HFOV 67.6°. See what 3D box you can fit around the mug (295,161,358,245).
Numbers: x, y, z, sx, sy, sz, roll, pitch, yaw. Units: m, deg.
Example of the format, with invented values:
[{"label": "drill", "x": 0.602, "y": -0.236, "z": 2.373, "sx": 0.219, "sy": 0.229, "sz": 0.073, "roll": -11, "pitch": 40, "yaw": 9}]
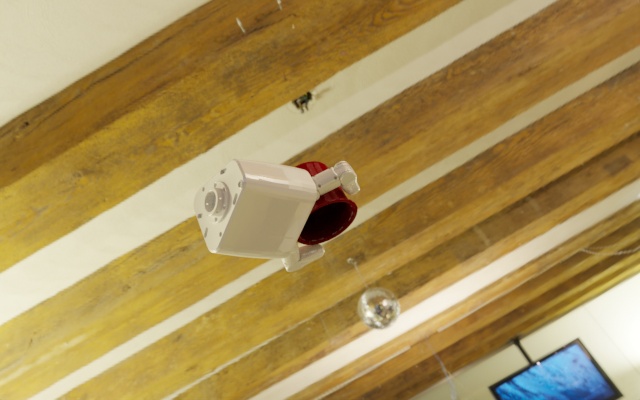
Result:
[{"label": "mug", "x": 0.001, "y": 0.002, "z": 0.663, "sx": 0.117, "sy": 0.081, "sz": 0.093, "roll": 8, "pitch": -48, "yaw": -44}]
